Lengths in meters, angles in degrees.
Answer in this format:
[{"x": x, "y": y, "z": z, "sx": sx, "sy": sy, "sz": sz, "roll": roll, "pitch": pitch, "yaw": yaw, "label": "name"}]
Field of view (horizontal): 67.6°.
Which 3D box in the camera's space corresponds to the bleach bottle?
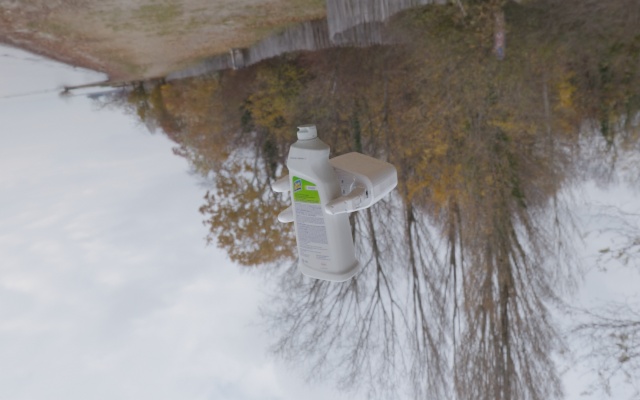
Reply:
[{"x": 0.000, "y": 0.003, "z": 0.779, "sx": 0.102, "sy": 0.251, "sz": 0.068, "roll": 4, "pitch": 20, "yaw": 34, "label": "bleach bottle"}]
